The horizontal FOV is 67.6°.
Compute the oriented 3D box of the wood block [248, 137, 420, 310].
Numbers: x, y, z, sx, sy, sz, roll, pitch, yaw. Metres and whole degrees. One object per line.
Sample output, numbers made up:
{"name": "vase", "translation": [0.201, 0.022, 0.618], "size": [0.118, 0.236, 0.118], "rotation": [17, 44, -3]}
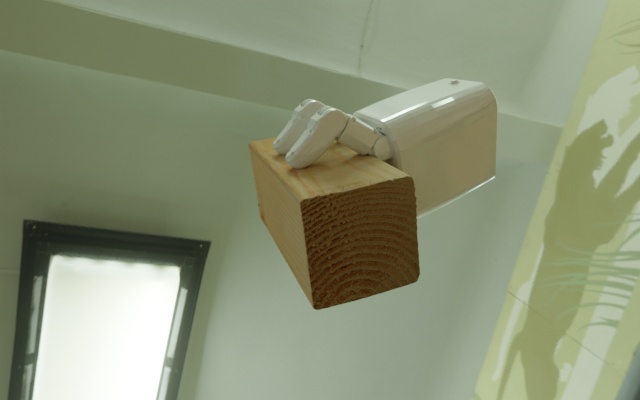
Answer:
{"name": "wood block", "translation": [0.000, 0.002, 0.440], "size": [0.090, 0.091, 0.206], "rotation": [-13, 21, -14]}
